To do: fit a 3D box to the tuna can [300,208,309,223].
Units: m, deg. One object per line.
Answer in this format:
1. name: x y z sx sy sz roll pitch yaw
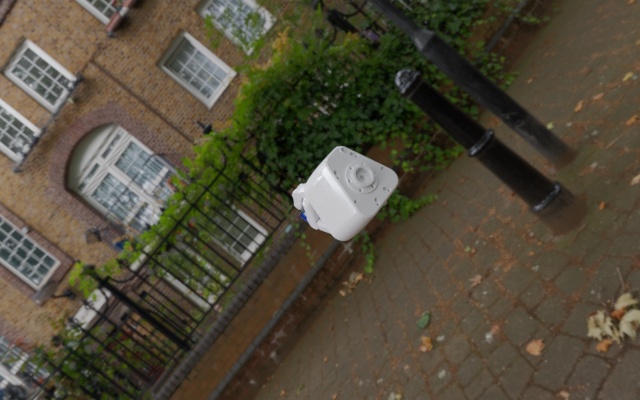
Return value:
1. tuna can: 0.000 0.002 0.846 0.034 0.086 0.086 36 1 2
